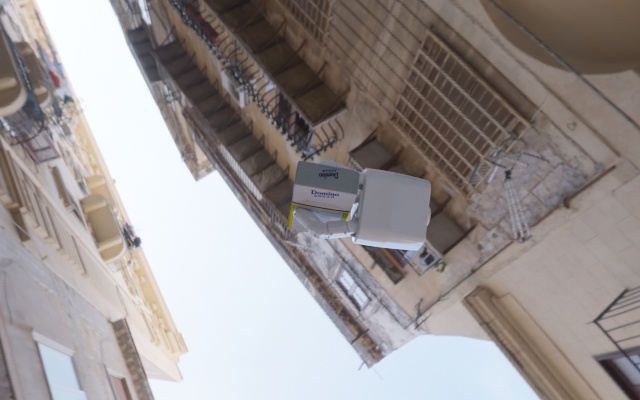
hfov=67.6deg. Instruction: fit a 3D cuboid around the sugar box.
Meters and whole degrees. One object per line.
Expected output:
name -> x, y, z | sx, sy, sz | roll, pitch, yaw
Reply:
sugar box -> 0.000, 0.002, 0.754 | 0.093, 0.048, 0.176 | 10, -27, -4
